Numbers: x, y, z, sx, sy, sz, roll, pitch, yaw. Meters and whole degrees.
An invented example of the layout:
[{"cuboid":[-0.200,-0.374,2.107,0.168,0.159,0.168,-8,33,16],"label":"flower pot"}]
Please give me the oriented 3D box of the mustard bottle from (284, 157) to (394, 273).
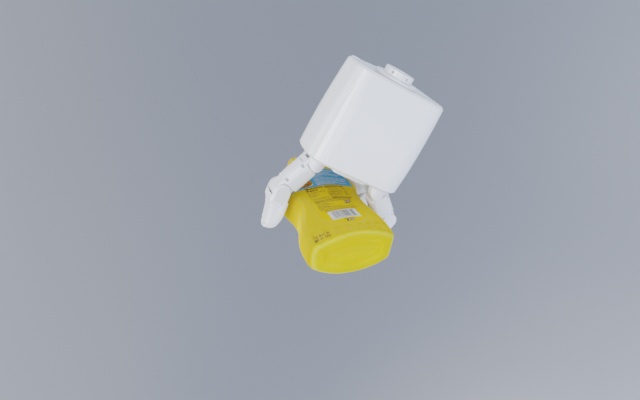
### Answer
[{"cuboid":[0.000,0.002,0.559,0.096,0.058,0.191,-8,37,-21],"label":"mustard bottle"}]
